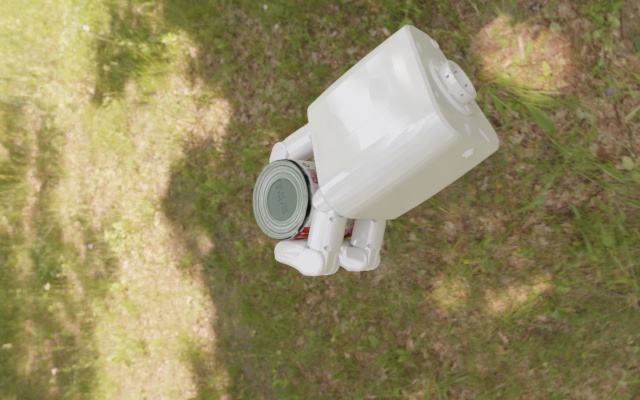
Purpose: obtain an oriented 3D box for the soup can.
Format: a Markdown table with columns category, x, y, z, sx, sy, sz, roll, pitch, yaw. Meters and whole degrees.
| category | x | y | z | sx | sy | sz | roll | pitch | yaw |
| --- | --- | --- | --- | --- | --- | --- | --- | --- | --- |
| soup can | -0.001 | 0.001 | 0.422 | 0.068 | 0.068 | 0.102 | 0 | -2 | 42 |
